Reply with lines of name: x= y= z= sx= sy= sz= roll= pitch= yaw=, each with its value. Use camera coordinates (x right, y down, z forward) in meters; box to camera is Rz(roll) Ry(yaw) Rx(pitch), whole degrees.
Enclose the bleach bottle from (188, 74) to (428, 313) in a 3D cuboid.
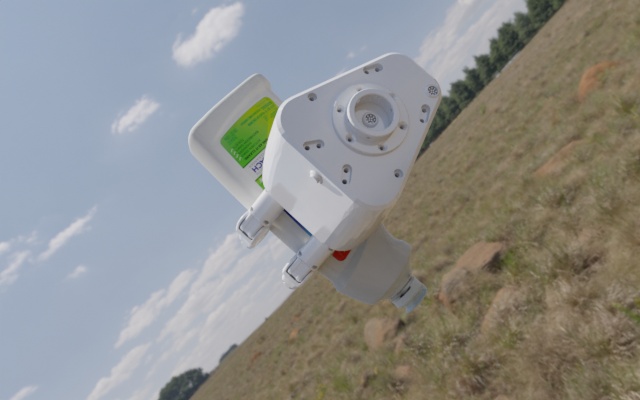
bleach bottle: x=0.000 y=0.002 z=0.444 sx=0.251 sy=0.102 sz=0.068 roll=42 pitch=-19 yaw=5
